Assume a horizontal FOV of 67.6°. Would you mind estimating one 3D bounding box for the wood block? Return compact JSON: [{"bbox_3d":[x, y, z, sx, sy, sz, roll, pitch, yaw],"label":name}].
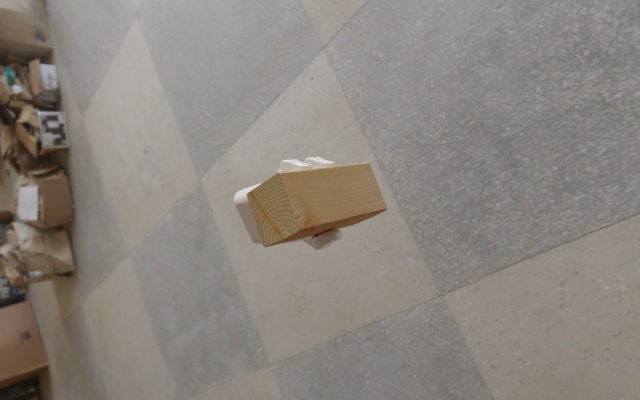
[{"bbox_3d":[0.000,0.003,0.763,0.206,0.091,0.090,-11,-12,-45],"label":"wood block"}]
